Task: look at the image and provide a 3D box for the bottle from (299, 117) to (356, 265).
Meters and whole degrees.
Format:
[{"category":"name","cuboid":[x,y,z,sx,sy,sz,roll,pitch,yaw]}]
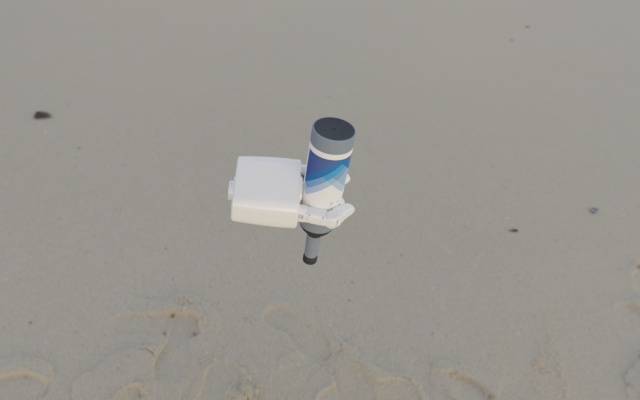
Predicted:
[{"category":"bottle","cuboid":[0.000,0.002,0.805,0.069,0.296,0.069,6,41,-5]}]
